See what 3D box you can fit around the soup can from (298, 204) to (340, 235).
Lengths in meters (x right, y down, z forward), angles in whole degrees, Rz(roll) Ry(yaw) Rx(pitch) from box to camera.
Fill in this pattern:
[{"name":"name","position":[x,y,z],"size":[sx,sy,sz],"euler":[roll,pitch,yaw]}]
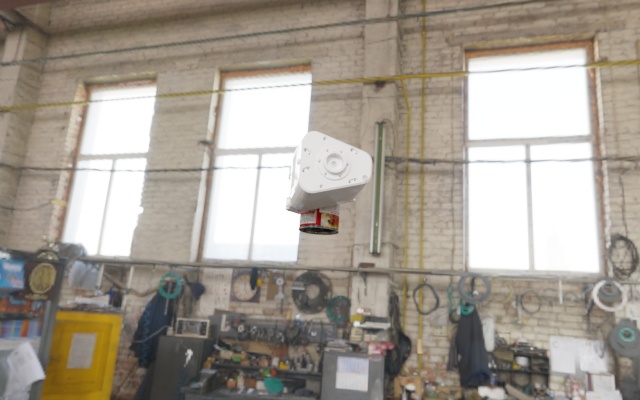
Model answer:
[{"name":"soup can","position":[0.000,0.002,0.811],"size":[0.068,0.102,0.068],"euler":[4,-14,1]}]
